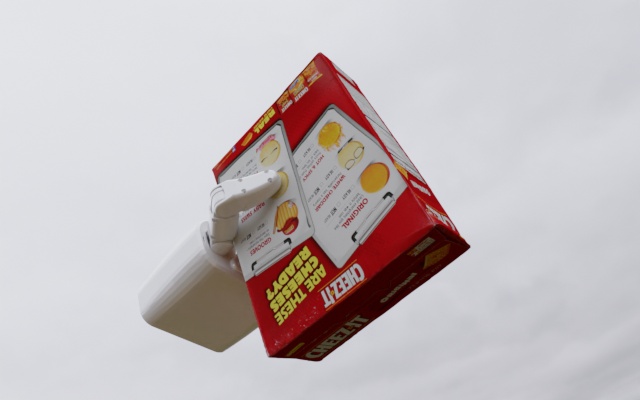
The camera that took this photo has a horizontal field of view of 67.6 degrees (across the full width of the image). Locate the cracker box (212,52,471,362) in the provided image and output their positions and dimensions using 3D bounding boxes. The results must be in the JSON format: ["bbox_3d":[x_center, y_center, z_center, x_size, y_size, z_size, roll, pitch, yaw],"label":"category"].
[{"bbox_3d":[0.000,0.001,0.414,0.164,0.213,0.072,-43,-40,20],"label":"cracker box"}]
